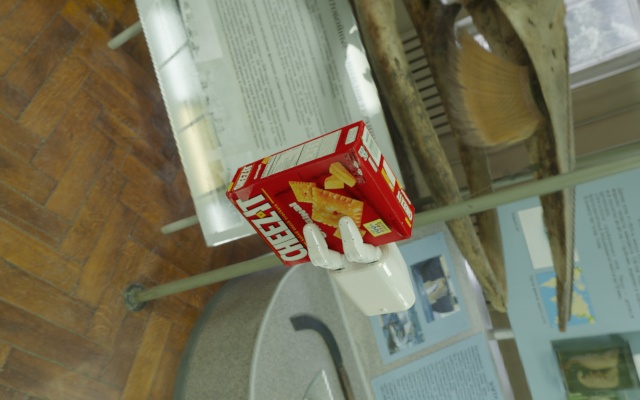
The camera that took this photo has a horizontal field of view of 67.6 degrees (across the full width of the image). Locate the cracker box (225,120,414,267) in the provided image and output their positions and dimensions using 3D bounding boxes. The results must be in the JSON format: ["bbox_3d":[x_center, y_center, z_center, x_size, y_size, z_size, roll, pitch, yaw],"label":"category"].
[{"bbox_3d":[0.000,0.002,0.673,0.214,0.164,0.072,-17,34,29],"label":"cracker box"}]
